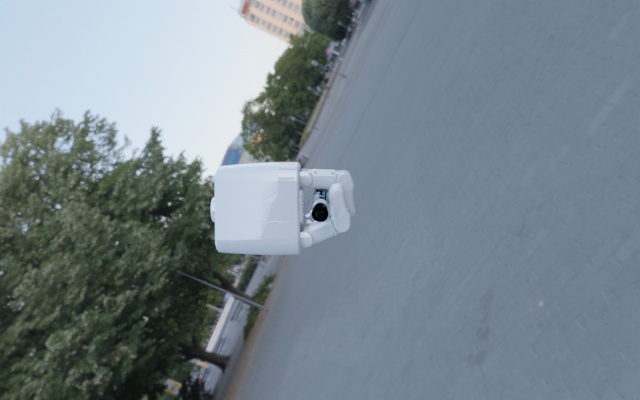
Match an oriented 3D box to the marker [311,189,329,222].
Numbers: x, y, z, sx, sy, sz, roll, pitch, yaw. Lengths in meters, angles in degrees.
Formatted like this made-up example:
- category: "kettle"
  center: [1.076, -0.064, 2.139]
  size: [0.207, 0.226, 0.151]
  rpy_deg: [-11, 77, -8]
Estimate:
- category: "marker"
  center: [0.000, 0.002, 0.575]
  size: [0.020, 0.020, 0.121]
  rpy_deg: [0, 14, 1]
